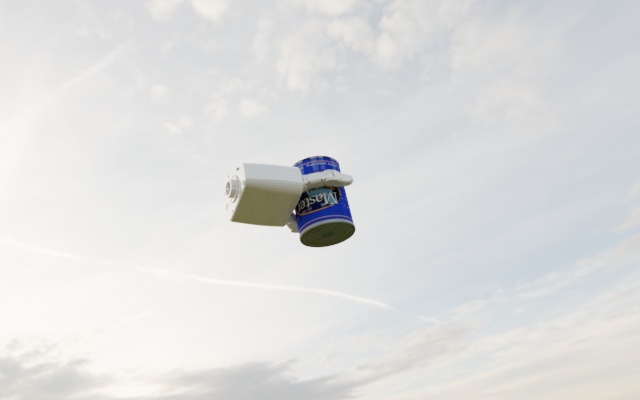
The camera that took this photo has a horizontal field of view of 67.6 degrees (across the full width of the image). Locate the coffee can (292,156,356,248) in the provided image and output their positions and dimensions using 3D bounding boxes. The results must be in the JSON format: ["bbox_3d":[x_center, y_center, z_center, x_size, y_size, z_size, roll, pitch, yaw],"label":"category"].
[{"bbox_3d":[0.000,0.003,0.887,0.103,0.140,0.103,-10,-28,-5],"label":"coffee can"}]
